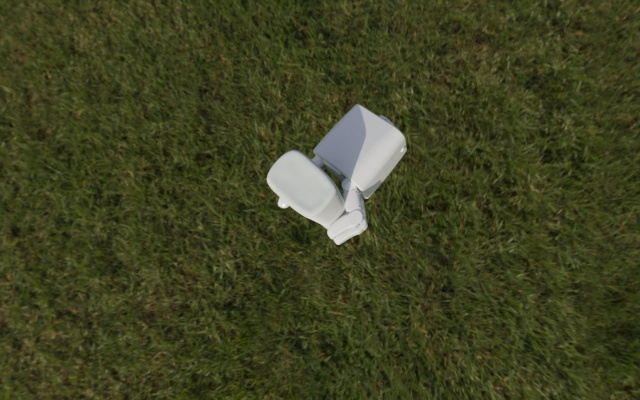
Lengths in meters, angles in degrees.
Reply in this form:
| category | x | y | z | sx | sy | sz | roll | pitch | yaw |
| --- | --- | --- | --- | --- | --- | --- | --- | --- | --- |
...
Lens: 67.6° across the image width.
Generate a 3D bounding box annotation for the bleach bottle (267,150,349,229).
| category | x | y | z | sx | sy | sz | roll | pitch | yaw |
| --- | --- | --- | --- | --- | --- | --- | --- | --- | --- |
| bleach bottle | 0.000 | 0.003 | 0.767 | 0.102 | 0.068 | 0.251 | 42 | -1 | 17 |
